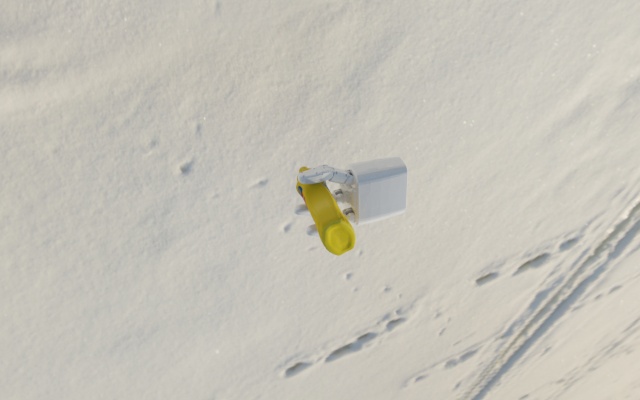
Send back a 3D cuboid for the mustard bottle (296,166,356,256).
[{"bbox_3d":[0.000,0.003,0.861,0.058,0.191,0.096,-29,-42,1],"label":"mustard bottle"}]
